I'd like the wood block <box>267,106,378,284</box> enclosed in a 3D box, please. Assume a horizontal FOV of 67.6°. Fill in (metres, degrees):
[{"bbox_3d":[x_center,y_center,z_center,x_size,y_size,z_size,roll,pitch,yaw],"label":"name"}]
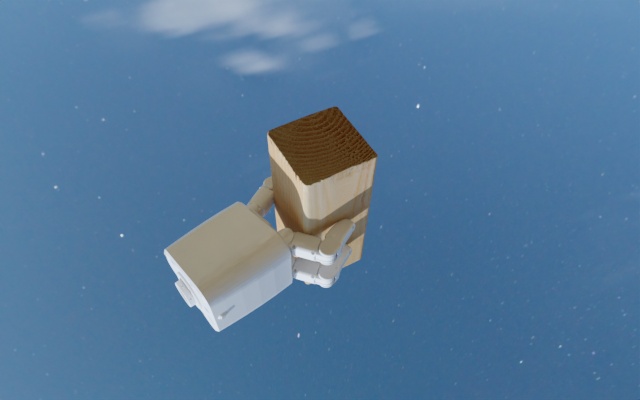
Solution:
[{"bbox_3d":[0.000,0.002,0.582,0.090,0.090,0.206,-24,-33,-18],"label":"wood block"}]
